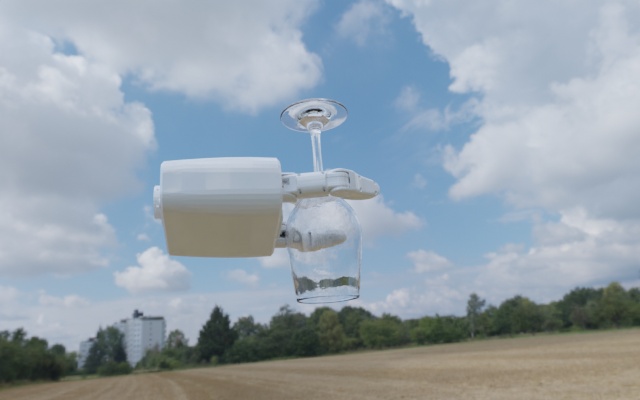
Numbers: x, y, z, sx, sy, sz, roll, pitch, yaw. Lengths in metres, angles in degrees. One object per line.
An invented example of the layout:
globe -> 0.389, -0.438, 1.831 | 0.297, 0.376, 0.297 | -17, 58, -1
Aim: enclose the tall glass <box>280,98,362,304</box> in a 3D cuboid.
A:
tall glass -> 0.000, 0.001, 0.492 | 0.079, 0.201, 0.079 | -4, -18, -1
